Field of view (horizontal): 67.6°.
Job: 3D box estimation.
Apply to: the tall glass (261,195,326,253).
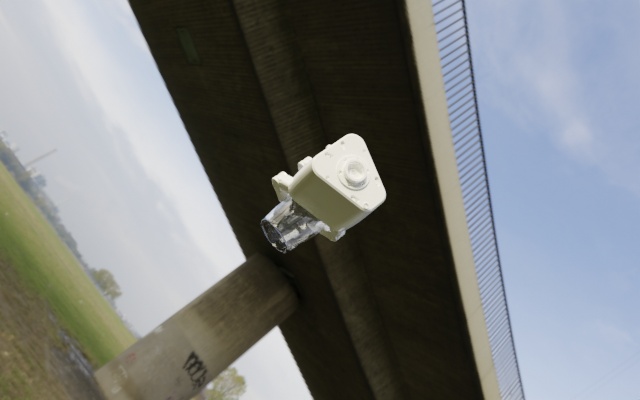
[{"bbox_3d":[0.001,0.002,0.774,0.201,0.079,0.079,-36,18,-26],"label":"tall glass"}]
